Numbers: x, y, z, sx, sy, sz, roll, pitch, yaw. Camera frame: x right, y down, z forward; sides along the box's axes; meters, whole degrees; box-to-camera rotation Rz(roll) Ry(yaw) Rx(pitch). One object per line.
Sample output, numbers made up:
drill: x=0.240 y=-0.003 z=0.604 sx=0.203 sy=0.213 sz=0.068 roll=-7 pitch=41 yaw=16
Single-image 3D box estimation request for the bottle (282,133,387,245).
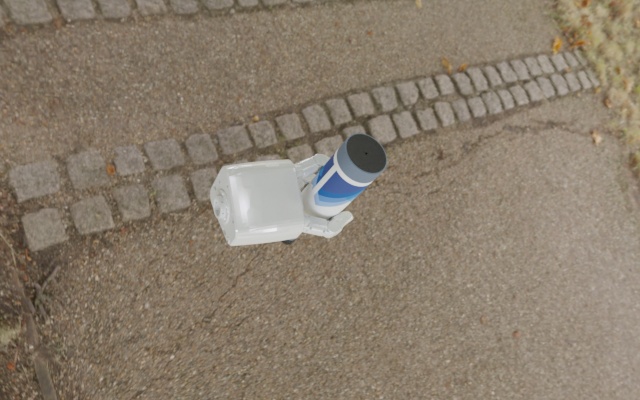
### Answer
bottle: x=0.000 y=0.002 z=0.760 sx=0.069 sy=0.069 sz=0.296 roll=0 pitch=-27 yaw=-28
